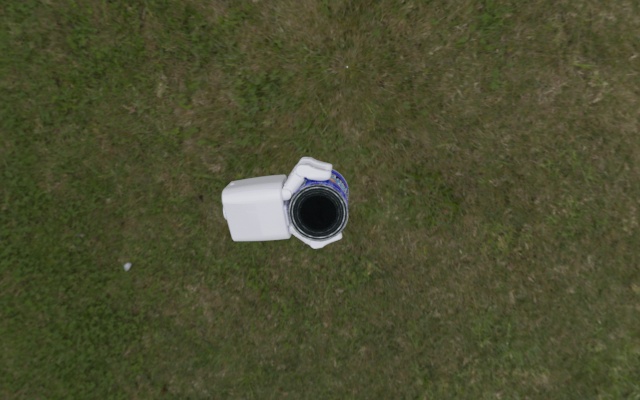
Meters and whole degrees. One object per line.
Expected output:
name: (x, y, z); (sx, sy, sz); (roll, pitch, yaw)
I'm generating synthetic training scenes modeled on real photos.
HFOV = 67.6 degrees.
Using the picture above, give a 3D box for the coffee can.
coffee can: (0.000, 0.003, 0.871); (0.103, 0.103, 0.140); (0, 16, 3)
